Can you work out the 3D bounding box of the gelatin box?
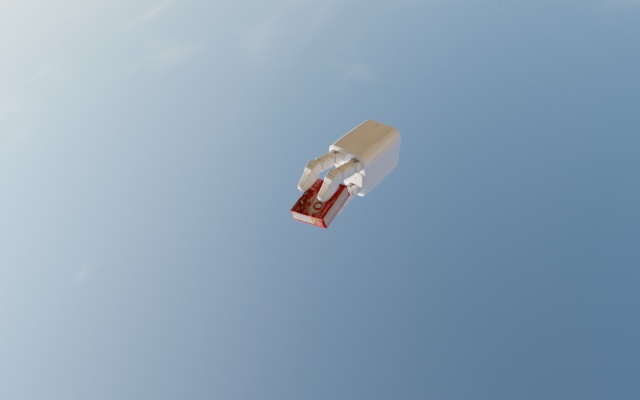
[{"bbox_3d":[0.000,0.003,0.865,0.073,0.089,0.030,15,-35,34],"label":"gelatin box"}]
